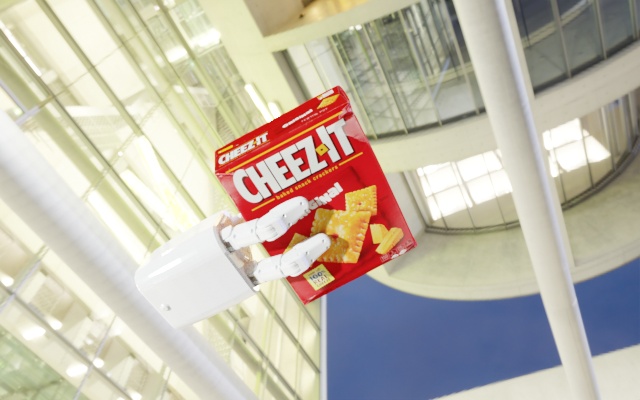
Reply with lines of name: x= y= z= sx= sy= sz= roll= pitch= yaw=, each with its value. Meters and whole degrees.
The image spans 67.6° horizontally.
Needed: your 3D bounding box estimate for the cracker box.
cracker box: x=0.000 y=0.002 z=0.565 sx=0.164 sy=0.214 sz=0.072 roll=-28 pitch=30 yaw=4
